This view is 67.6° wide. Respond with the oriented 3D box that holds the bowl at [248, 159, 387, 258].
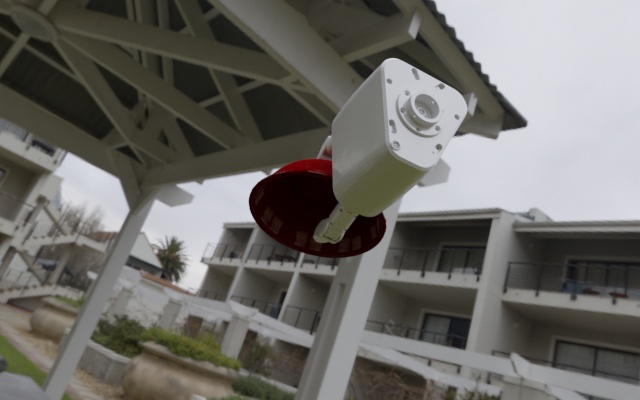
[{"bbox_3d":[-0.001,0.002,0.566,0.162,0.055,0.162,9,-38,7],"label":"bowl"}]
